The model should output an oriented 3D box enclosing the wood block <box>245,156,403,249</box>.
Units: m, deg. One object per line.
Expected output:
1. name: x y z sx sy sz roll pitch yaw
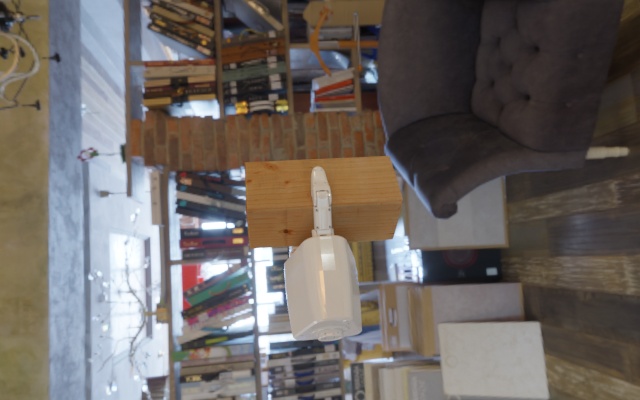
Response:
1. wood block: 0.000 0.002 0.674 0.206 0.090 0.091 -3 -41 -7
